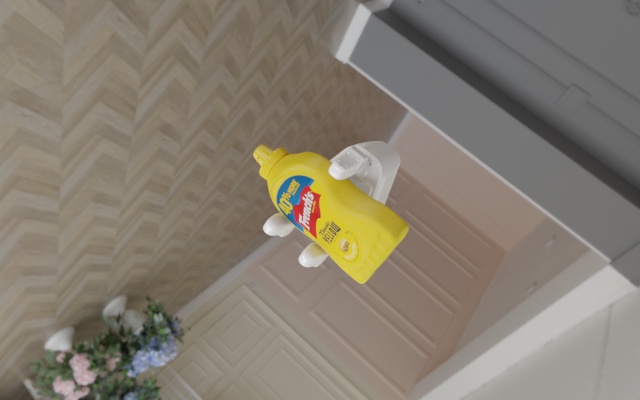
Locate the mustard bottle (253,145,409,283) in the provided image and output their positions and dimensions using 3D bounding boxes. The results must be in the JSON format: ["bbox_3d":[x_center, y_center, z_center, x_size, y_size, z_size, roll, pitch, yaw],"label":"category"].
[{"bbox_3d":[0.000,0.002,0.536,0.058,0.191,0.096,-40,-14,-40],"label":"mustard bottle"}]
